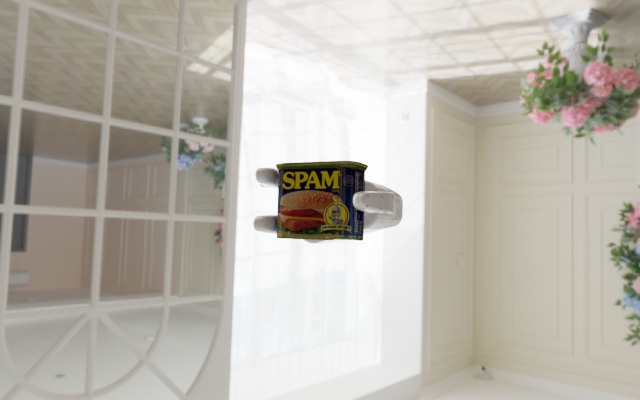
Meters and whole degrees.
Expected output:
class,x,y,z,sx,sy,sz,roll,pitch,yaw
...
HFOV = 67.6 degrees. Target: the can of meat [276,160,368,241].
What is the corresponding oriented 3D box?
class,x,y,z,sx,sy,sz,roll,pitch,yaw
can of meat,0.000,0.002,0.531,0.102,0.084,0.057,0,-4,25
